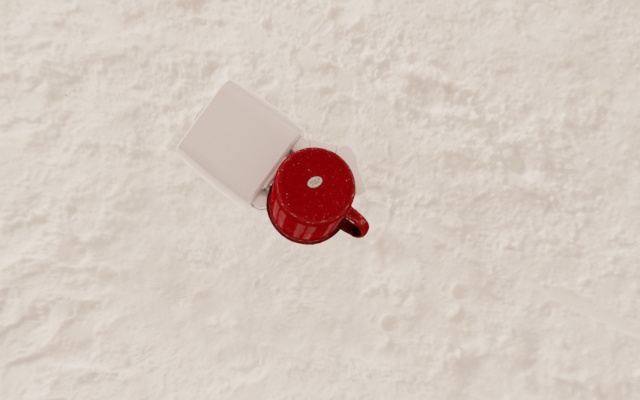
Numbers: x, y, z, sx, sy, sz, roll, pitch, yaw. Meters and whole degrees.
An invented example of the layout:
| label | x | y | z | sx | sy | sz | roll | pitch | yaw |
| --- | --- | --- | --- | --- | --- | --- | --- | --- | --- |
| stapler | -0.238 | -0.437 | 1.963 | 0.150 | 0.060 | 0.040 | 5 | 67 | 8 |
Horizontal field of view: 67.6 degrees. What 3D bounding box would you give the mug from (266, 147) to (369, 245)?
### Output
| label | x | y | z | sx | sy | sz | roll | pitch | yaw |
| --- | --- | --- | --- | --- | --- | --- | --- | --- | --- |
| mug | 0.001 | 0.003 | 0.499 | 0.117 | 0.093 | 0.081 | 36 | -15 | 3 |
